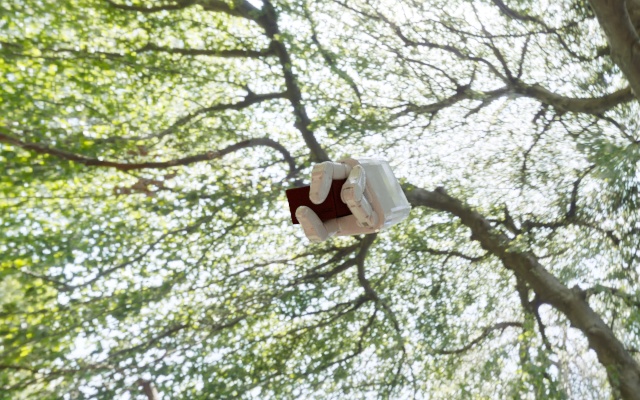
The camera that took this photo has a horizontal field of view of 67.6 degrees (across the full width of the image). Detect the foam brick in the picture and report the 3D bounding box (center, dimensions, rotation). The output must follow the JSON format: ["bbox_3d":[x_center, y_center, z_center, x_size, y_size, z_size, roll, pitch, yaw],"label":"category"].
[{"bbox_3d":[0.000,0.002,0.670,0.078,0.053,0.051,-9,1,33],"label":"foam brick"}]
